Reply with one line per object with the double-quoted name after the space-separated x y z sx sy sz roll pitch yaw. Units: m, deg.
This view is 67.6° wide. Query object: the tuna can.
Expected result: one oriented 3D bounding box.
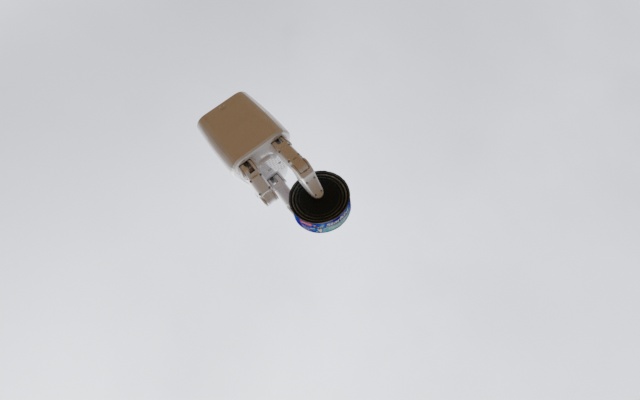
0.000 0.003 0.672 0.086 0.086 0.034 0 -31 8 "tuna can"
